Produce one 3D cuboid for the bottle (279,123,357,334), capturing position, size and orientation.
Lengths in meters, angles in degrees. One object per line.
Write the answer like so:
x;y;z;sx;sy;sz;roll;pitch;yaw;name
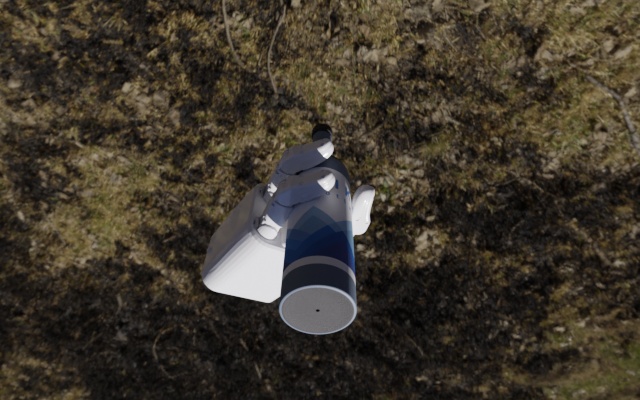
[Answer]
0.000;0.002;0.519;0.069;0.069;0.295;0;39;1;bottle
